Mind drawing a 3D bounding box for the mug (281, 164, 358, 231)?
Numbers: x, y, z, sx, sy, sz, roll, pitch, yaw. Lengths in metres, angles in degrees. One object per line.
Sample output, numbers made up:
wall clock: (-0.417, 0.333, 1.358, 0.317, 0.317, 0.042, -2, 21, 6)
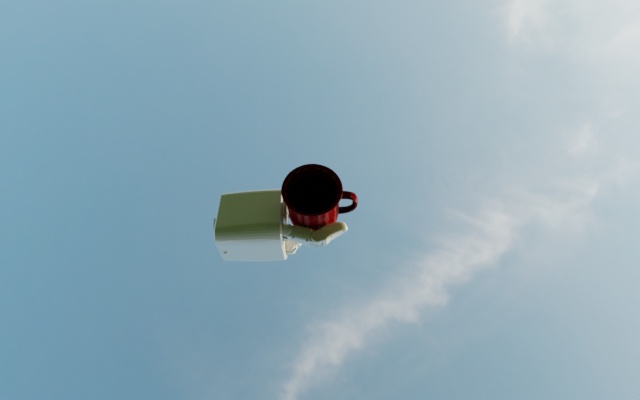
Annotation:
mug: (0.002, 0.002, 0.752, 0.117, 0.093, 0.081, -1, -30, 1)
